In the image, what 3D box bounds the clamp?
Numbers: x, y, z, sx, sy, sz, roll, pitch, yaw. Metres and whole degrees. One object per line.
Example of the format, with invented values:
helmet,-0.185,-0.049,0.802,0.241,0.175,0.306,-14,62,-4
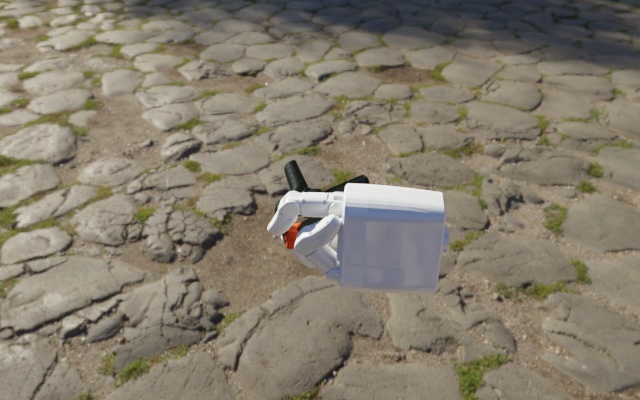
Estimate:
clamp,0.000,0.002,0.610,0.120,0.039,0.171,3,36,7
